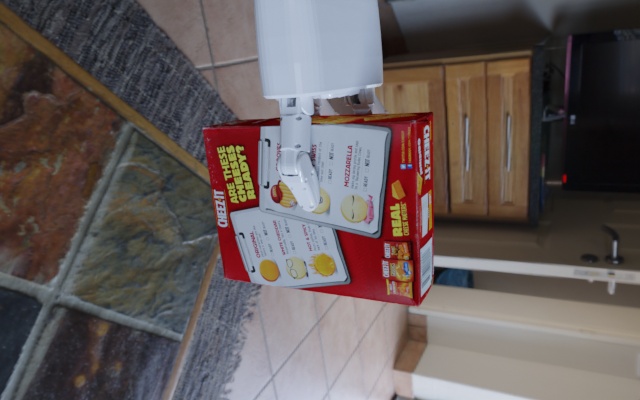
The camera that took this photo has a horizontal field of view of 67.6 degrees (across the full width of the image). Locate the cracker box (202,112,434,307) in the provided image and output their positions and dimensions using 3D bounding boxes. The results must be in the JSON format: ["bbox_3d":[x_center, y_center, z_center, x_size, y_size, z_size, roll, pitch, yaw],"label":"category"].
[{"bbox_3d":[0.000,0.002,0.464,0.213,0.164,0.072,3,16,27],"label":"cracker box"}]
